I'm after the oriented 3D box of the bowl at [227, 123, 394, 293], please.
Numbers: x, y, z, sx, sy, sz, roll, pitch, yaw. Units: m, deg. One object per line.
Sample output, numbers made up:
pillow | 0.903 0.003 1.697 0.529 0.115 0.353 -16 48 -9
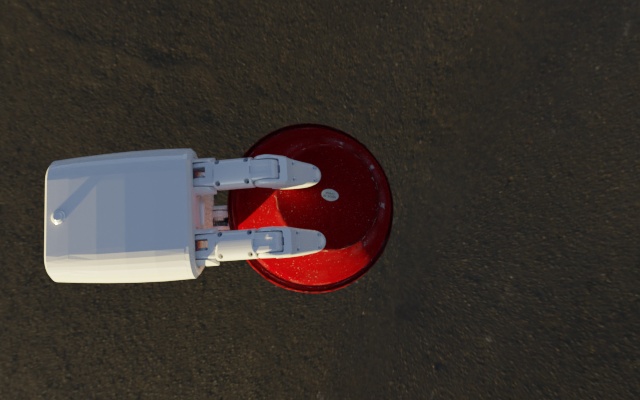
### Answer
bowl | 0.001 0.001 0.426 0.162 0.162 0.055 0 -9 -15
